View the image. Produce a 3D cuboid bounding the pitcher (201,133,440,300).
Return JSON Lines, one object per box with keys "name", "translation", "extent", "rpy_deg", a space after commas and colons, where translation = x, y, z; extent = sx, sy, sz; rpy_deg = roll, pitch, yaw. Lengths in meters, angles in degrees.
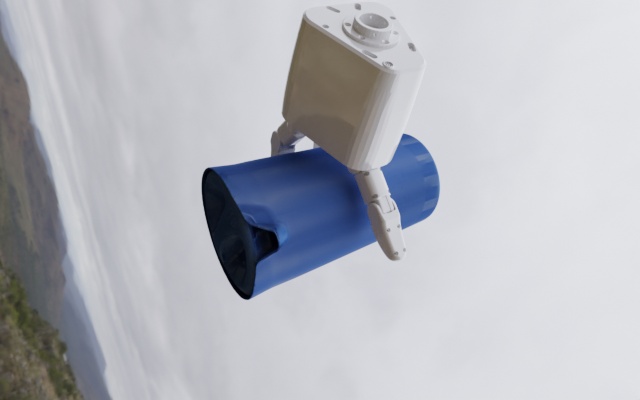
{"name": "pitcher", "translation": [0.000, 0.002, 0.522], "extent": [0.243, 0.149, 0.145], "rpy_deg": [-17, -35, -27]}
